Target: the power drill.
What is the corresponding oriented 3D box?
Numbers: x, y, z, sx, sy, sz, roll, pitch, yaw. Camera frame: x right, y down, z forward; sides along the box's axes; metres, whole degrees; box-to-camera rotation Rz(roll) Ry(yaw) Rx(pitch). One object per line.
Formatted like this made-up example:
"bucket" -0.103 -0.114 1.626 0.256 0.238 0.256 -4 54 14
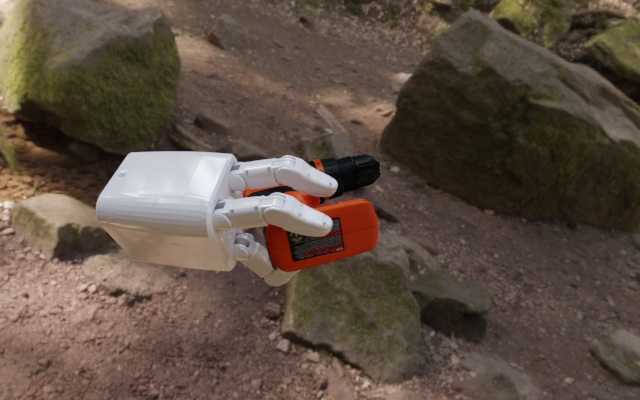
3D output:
"power drill" 0.000 0.002 0.523 0.184 0.057 0.187 -15 20 -7
